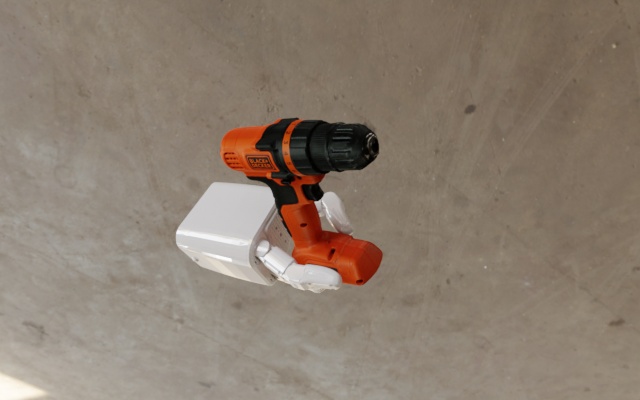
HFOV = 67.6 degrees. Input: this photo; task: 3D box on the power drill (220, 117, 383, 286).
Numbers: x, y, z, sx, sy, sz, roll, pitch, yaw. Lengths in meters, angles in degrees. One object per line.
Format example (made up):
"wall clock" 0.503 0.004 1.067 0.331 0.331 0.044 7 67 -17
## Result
"power drill" 0.000 0.002 0.489 0.184 0.188 0.057 6 42 41
